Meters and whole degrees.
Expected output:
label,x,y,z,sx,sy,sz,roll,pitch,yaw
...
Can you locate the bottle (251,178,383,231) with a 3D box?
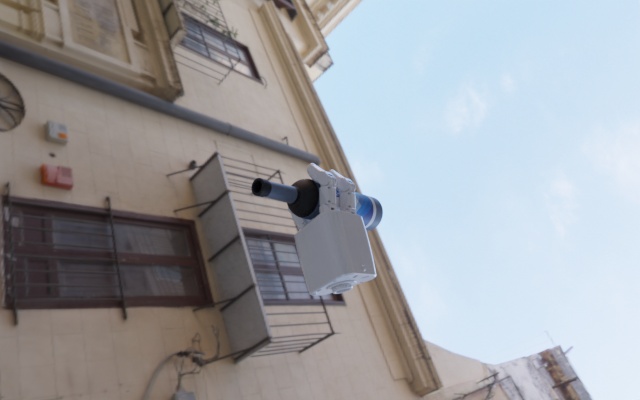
label,x,y,z,sx,sy,sz,roll,pitch,yaw
bottle,0.000,0.003,0.817,0.069,0.069,0.296,0,-9,40
